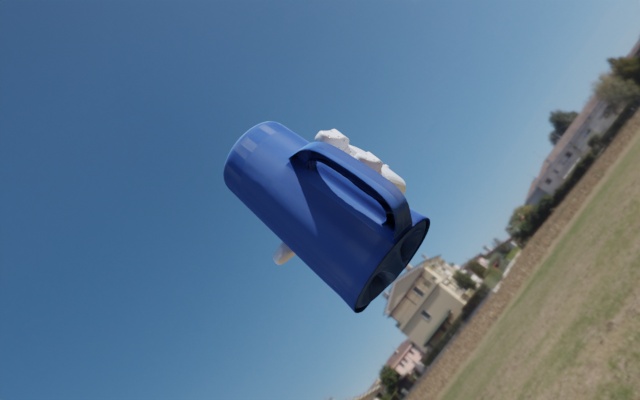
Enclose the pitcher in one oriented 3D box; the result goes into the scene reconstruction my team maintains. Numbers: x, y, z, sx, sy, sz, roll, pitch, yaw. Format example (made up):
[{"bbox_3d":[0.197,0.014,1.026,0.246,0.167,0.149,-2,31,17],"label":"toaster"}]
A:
[{"bbox_3d":[0.000,0.002,0.568,0.242,0.149,0.145,38,14,22],"label":"pitcher"}]
